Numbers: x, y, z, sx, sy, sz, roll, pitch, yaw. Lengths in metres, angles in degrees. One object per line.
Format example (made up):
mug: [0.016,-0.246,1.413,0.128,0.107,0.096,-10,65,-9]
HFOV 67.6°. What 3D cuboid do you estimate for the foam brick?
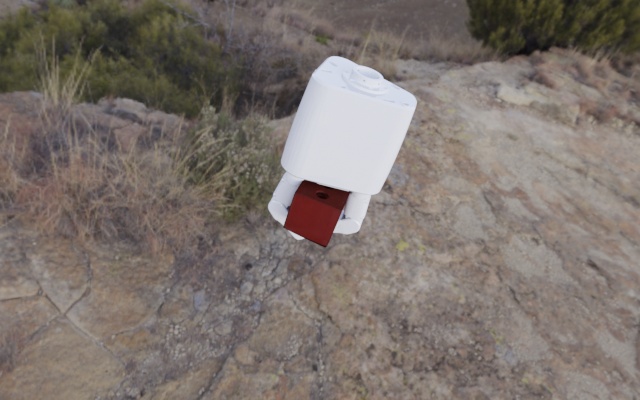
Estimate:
foam brick: [0.000,0.002,0.524,0.053,0.051,0.078,23,34,2]
